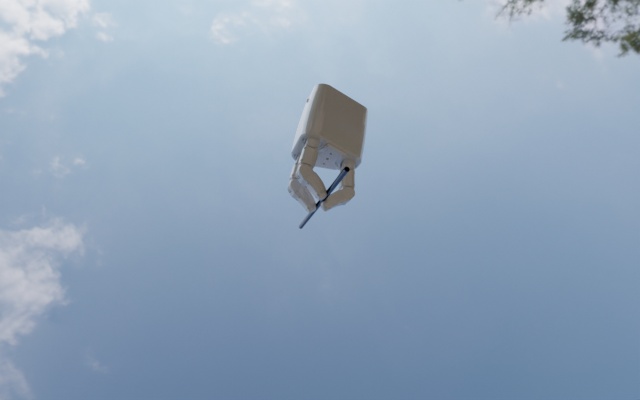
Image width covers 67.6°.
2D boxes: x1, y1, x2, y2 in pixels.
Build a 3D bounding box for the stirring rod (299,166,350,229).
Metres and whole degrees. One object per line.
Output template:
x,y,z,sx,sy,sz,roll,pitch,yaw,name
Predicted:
0.000,0.002,0.746,0.011,0.011,0.240,0,-22,-18,stirring rod
